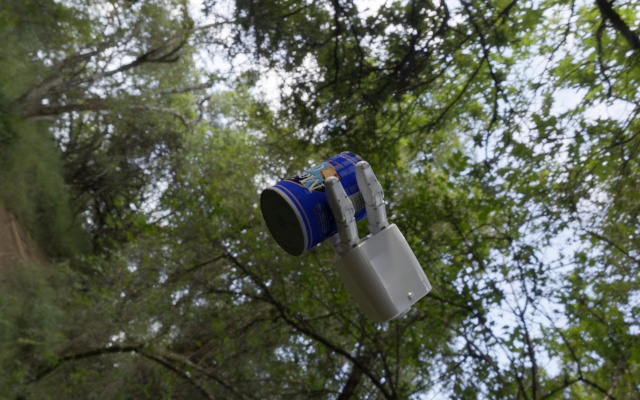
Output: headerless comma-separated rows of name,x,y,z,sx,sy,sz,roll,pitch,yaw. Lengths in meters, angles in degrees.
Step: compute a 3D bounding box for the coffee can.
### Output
coffee can,0.000,0.002,0.681,0.140,0.103,0.103,-28,14,-29
